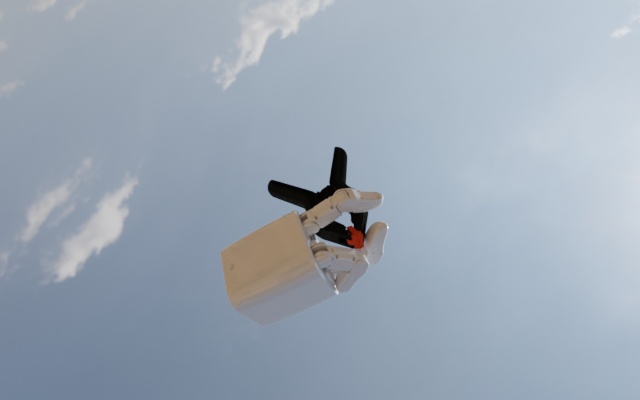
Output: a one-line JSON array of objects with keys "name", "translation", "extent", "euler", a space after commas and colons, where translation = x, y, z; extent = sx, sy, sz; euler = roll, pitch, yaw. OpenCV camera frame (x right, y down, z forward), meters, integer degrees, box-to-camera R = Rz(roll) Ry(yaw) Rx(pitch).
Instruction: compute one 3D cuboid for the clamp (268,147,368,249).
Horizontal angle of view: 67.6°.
[{"name": "clamp", "translation": [0.000, 0.002, 0.618], "extent": [0.120, 0.039, 0.171], "euler": [-26, 42, 3]}]
